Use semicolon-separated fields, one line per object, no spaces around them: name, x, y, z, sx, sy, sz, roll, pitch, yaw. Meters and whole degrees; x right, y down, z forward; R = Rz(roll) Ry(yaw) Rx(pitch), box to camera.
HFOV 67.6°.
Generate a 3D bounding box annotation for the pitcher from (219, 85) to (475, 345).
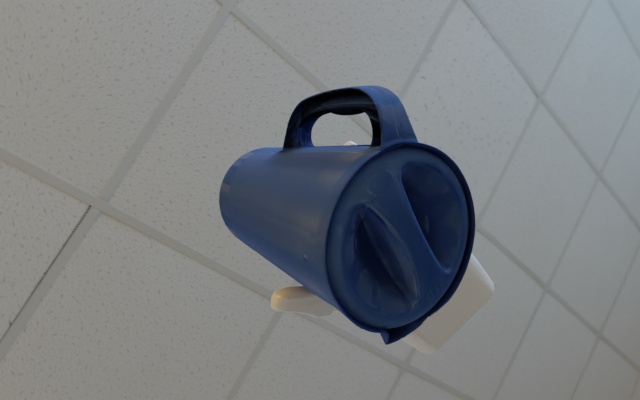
pitcher;0.000;0.002;0.418;0.145;0.149;0.243;40;-13;-30
